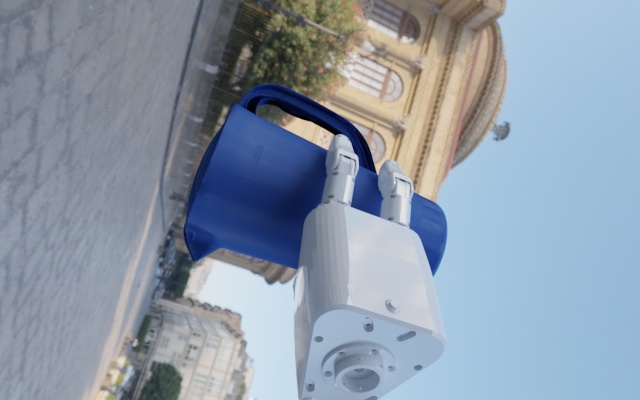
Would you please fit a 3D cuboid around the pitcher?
[{"bbox_3d":[0.000,0.002,0.474,0.243,0.149,0.145,21,28,-14],"label":"pitcher"}]
